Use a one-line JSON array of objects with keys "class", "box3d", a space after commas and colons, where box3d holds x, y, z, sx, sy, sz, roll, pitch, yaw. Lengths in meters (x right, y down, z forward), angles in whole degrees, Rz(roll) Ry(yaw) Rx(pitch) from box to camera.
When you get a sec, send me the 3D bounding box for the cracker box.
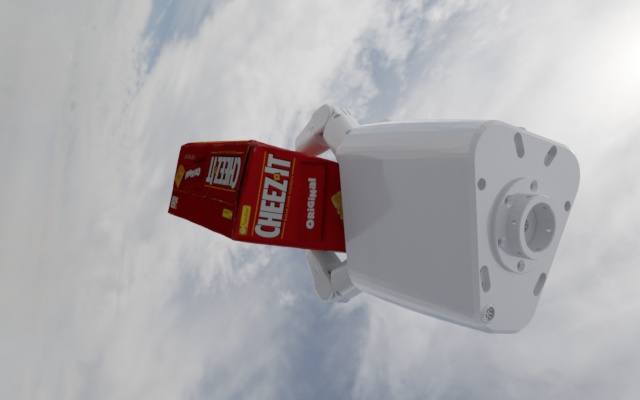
[{"class": "cracker box", "box3d": [0.000, 0.002, 0.409, 0.214, 0.072, 0.164, 10, -1, -32]}]
